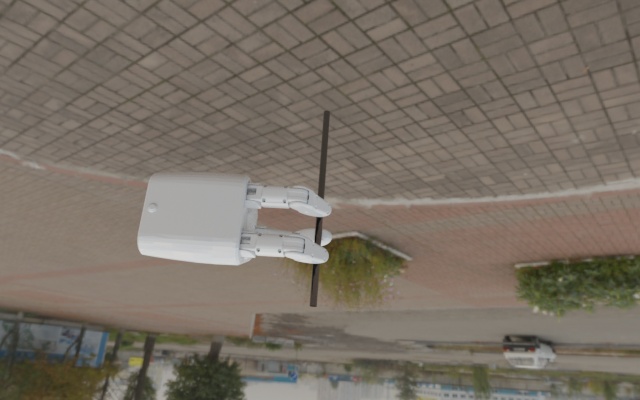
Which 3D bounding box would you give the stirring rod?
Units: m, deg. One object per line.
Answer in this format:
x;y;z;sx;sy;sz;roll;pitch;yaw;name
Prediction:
0.000;0.002;0.557;0.011;0.239;0.011;4;-20;1;stirring rod
